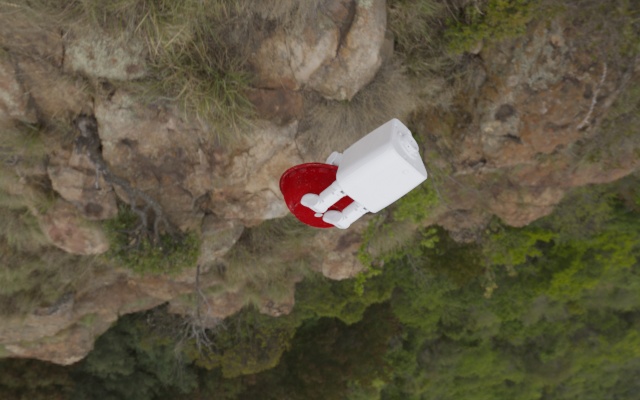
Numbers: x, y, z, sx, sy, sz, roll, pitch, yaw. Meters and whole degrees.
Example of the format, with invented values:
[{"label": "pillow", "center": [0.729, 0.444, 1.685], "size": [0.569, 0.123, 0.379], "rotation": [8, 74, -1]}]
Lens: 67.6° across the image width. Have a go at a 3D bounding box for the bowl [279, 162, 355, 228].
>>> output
[{"label": "bowl", "center": [-0.001, 0.004, 0.856], "size": [0.162, 0.055, 0.162], "rotation": [7, -33, 5]}]
